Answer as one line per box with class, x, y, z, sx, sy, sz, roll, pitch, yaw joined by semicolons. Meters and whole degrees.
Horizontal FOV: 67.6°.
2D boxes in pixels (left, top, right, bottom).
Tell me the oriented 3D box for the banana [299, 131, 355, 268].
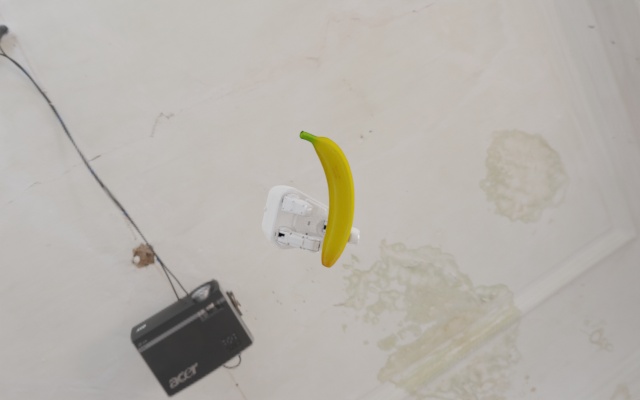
banana;0.017;-0.005;0.675;0.069;0.198;0.037;-14;12;-16
